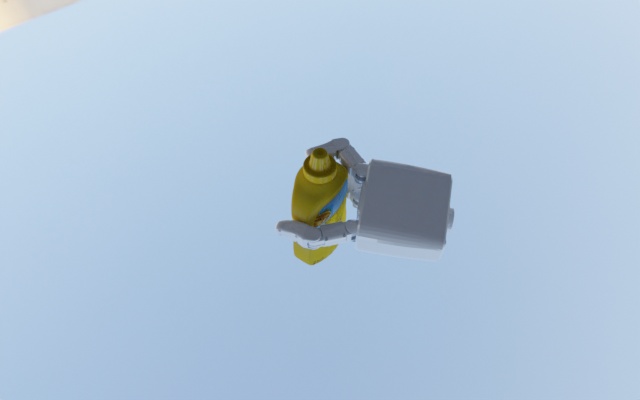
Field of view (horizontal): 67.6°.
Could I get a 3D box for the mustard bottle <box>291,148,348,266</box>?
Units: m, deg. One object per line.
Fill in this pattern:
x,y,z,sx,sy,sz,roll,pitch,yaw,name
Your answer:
0.000,0.002,0.627,0.058,0.096,0.192,30,-31,20,mustard bottle
